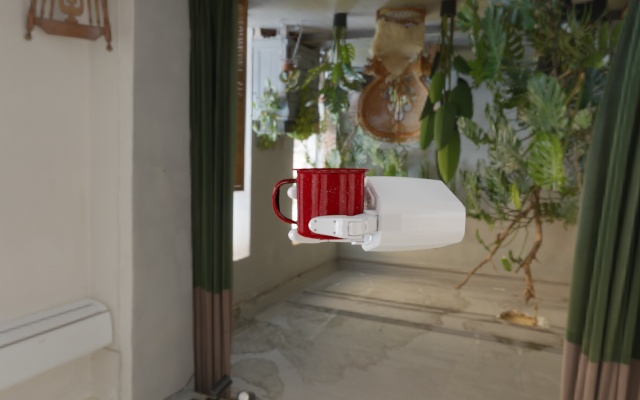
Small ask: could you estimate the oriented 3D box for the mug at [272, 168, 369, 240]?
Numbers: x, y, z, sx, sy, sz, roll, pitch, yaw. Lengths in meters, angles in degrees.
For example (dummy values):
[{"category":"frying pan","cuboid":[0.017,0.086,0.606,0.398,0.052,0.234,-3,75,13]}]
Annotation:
[{"category":"mug","cuboid":[-0.001,0.002,0.579,0.117,0.081,0.093,0,5,-5]}]
